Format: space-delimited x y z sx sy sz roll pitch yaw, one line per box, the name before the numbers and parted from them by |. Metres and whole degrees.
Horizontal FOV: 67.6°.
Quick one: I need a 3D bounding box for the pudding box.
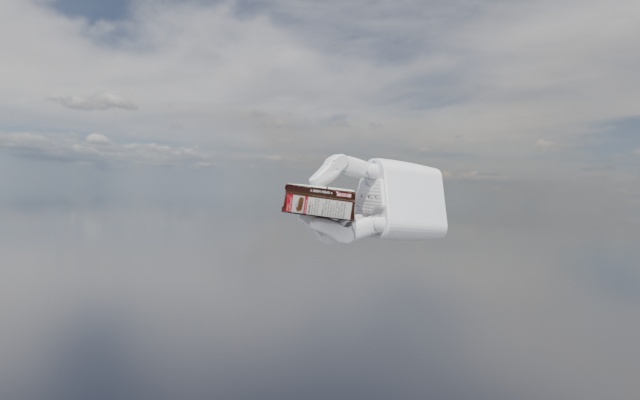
pudding box | 0.000 0.002 0.622 0.090 0.039 0.113 6 -1 2
